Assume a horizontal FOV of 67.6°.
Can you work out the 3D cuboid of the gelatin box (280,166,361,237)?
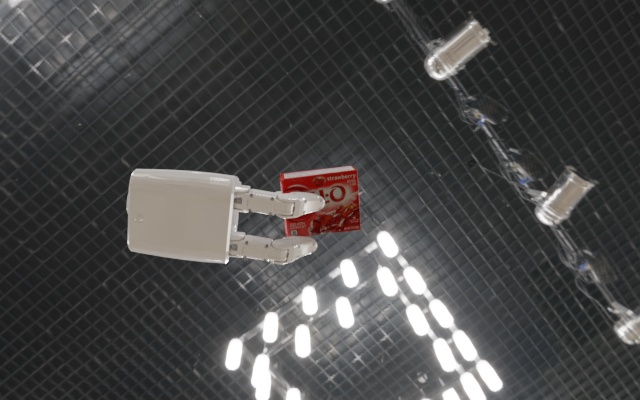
[{"bbox_3d":[0.000,0.002,0.557,0.089,0.073,0.030,-7,16,-6],"label":"gelatin box"}]
